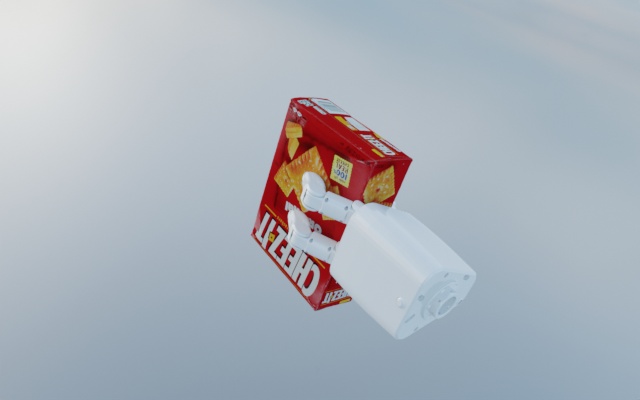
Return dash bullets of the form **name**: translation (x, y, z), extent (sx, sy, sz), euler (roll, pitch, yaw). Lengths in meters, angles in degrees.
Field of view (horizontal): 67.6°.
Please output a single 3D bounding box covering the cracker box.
- **cracker box**: translation (0.000, 0.002, 0.596), extent (0.072, 0.214, 0.164), euler (-6, 37, -40)
